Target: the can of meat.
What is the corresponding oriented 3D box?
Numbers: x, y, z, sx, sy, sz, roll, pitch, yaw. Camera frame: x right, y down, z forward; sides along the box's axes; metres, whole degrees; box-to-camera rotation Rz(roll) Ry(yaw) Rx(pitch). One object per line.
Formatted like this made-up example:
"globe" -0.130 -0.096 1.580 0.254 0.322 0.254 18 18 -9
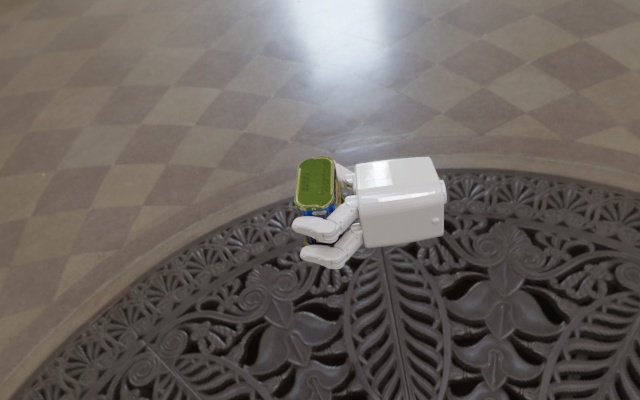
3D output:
"can of meat" 0.000 0.002 0.652 0.057 0.102 0.084 -6 -44 8
